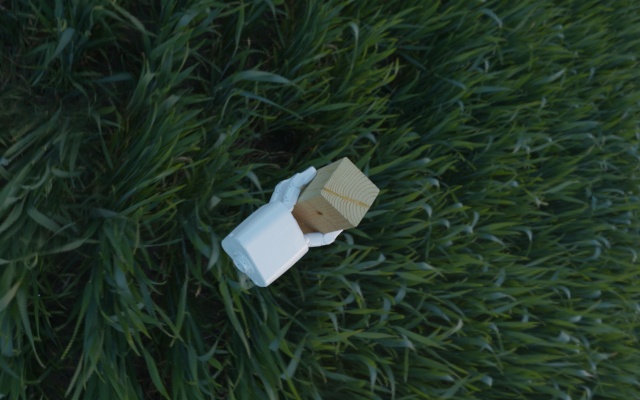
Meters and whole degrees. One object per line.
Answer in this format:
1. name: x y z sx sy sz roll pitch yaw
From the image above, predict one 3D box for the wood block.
1. wood block: 0.000 0.003 0.892 0.091 0.090 0.206 44 -28 -16
